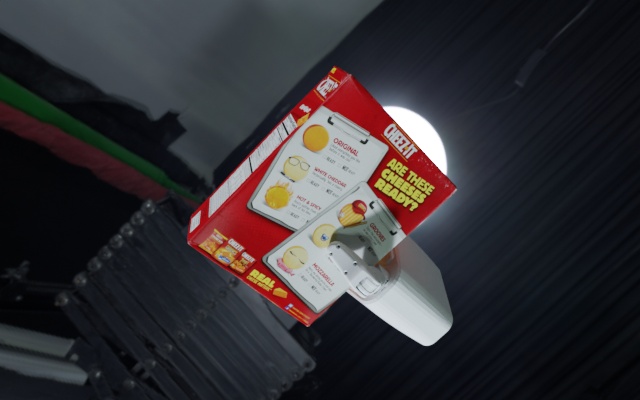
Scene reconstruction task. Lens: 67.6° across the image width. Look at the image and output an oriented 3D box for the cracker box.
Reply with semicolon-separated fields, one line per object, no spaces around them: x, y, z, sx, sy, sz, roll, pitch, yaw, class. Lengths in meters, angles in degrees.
0.000;0.002;0.482;0.164;0.214;0.072;41;10;-25;cracker box
